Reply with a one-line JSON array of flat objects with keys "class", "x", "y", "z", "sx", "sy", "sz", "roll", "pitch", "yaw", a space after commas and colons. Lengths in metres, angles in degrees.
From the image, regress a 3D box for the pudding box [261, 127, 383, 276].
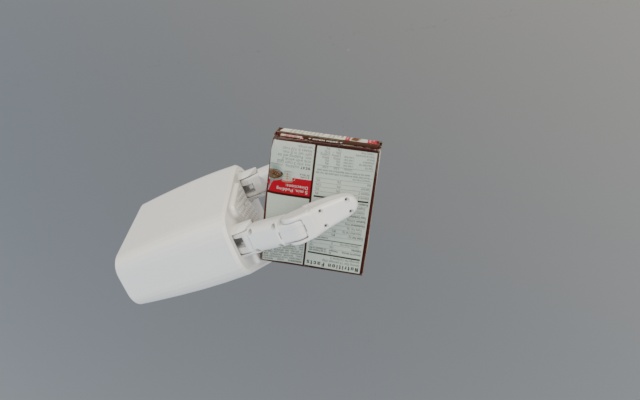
[{"class": "pudding box", "x": 0.000, "y": 0.001, "z": 0.401, "sx": 0.090, "sy": 0.113, "sz": 0.039, "roll": 8, "pitch": 20, "yaw": 4}]
